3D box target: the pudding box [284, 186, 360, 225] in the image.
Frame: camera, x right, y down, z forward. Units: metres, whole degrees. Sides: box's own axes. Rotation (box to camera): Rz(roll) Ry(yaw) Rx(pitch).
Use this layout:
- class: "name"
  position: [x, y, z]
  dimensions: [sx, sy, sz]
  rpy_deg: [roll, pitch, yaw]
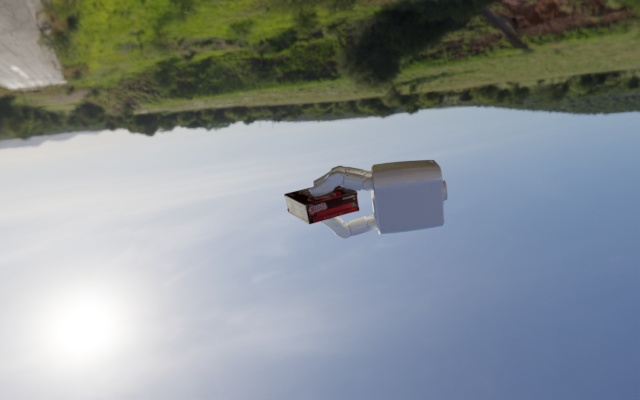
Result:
- class: "pudding box"
  position: [0.000, 0.003, 0.793]
  dimensions: [0.090, 0.039, 0.113]
  rpy_deg: [-14, 12, -20]
